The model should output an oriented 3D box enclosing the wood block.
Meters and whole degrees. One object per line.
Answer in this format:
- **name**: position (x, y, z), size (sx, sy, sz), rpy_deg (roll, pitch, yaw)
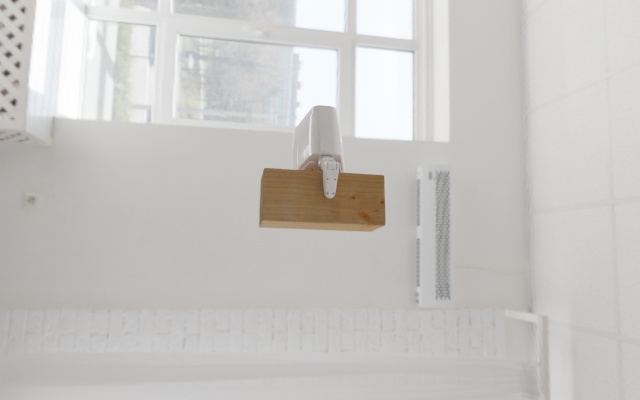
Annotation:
- **wood block**: position (0.000, 0.002, 0.830), size (0.206, 0.090, 0.091), rpy_deg (3, -12, -10)
